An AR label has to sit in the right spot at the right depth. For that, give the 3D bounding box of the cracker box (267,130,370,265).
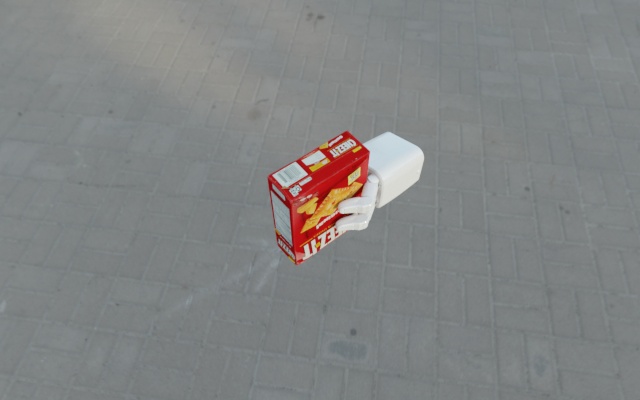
[{"bbox_3d":[0.000,0.003,0.840,0.164,0.072,0.214,-32,-30,-21],"label":"cracker box"}]
